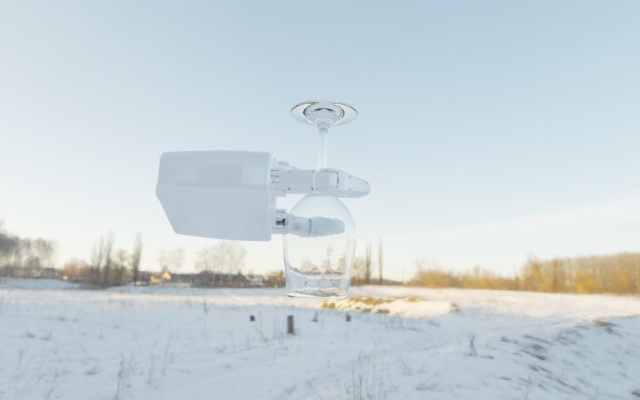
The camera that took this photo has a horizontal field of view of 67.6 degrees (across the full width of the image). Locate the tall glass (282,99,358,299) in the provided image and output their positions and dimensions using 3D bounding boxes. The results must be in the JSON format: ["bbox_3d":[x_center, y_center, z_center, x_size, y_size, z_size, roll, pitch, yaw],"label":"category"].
[{"bbox_3d":[0.000,0.001,0.504,0.079,0.201,0.079,2,-11,0],"label":"tall glass"}]
